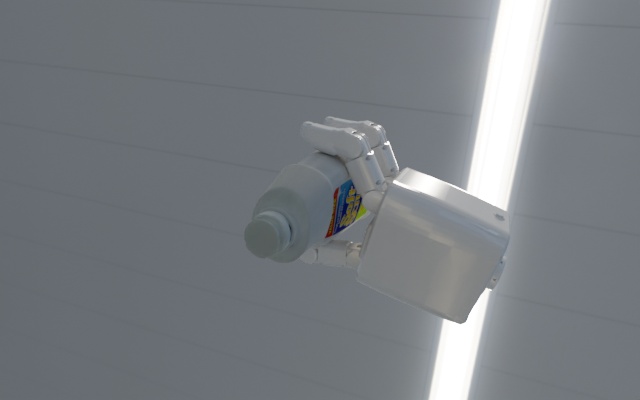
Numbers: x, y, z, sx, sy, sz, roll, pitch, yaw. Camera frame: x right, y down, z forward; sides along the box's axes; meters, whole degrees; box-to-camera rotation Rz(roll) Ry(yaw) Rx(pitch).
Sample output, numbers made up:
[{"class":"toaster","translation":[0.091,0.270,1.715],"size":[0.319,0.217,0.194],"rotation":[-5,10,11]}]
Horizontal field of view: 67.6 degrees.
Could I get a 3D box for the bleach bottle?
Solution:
[{"class":"bleach bottle","translation":[0.000,0.001,0.446],"size":[0.068,0.103,0.250],"rotation":[24,22,13]}]
